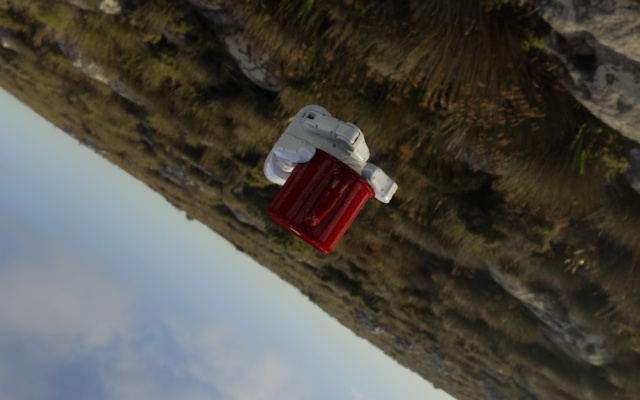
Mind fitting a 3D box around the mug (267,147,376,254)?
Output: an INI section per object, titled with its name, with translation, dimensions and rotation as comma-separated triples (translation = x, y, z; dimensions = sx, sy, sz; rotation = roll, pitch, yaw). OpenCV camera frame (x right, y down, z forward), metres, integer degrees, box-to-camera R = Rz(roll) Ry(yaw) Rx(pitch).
[mug]
translation = 0.000, 0.002, 0.491
dimensions = 0.093, 0.081, 0.117
rotation = 36, -8, -9
